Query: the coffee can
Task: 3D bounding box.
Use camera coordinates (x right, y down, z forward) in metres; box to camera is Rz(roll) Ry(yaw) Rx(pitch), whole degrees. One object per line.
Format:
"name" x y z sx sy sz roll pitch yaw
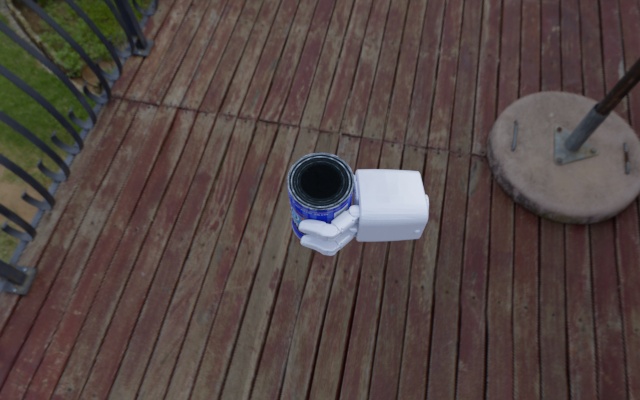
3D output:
"coffee can" 0.000 0.003 0.784 0.103 0.102 0.140 0 -28 0
